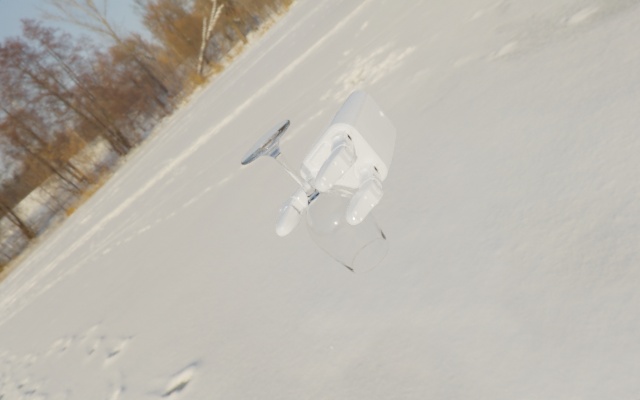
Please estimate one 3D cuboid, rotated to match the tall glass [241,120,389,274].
[{"bbox_3d":[0.000,0.002,0.577,0.201,0.079,0.079,48,-20,-20],"label":"tall glass"}]
